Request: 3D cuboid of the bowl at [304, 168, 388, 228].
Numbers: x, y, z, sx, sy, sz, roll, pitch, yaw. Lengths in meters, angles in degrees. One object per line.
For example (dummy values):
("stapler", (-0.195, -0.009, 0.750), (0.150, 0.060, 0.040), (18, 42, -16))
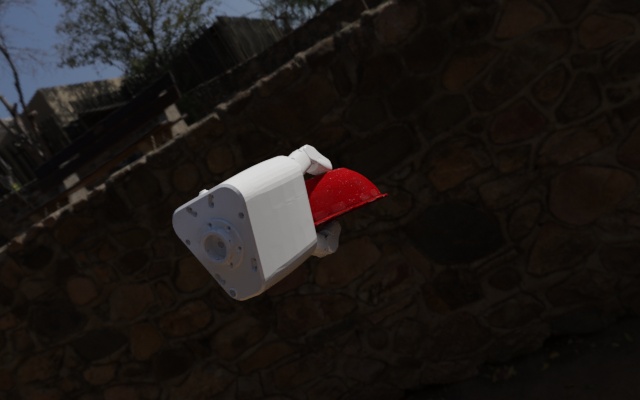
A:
("bowl", (0.000, 0.001, 0.603), (0.162, 0.055, 0.162), (-23, -4, -2))
